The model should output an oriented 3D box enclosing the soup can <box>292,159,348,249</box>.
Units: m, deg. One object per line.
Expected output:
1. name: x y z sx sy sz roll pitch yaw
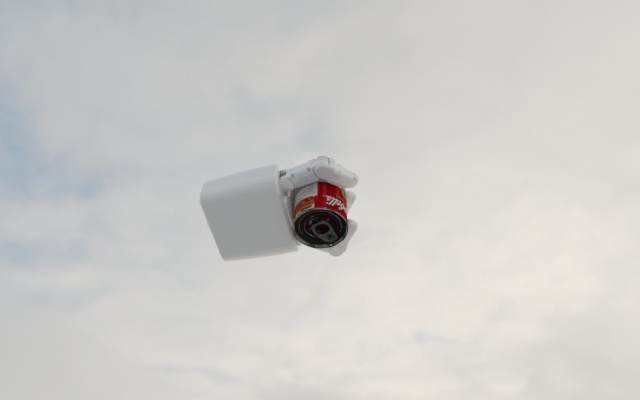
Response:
1. soup can: 0.001 0.002 0.612 0.068 0.069 0.102 0 41 1
